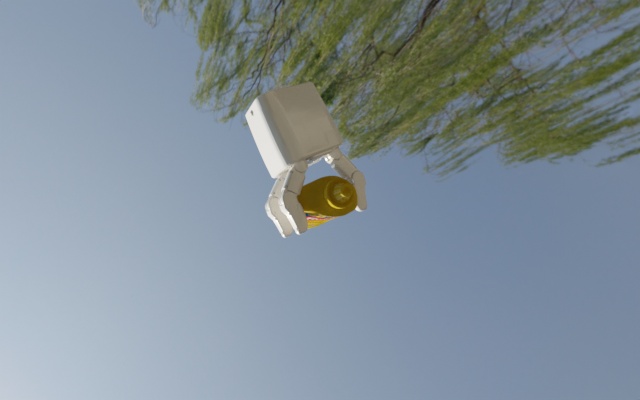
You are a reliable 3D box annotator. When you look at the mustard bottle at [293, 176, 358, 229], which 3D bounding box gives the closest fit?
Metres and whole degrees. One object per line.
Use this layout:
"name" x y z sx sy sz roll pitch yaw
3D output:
"mustard bottle" 0.000 0.003 0.700 0.096 0.058 0.192 1 -11 -21
